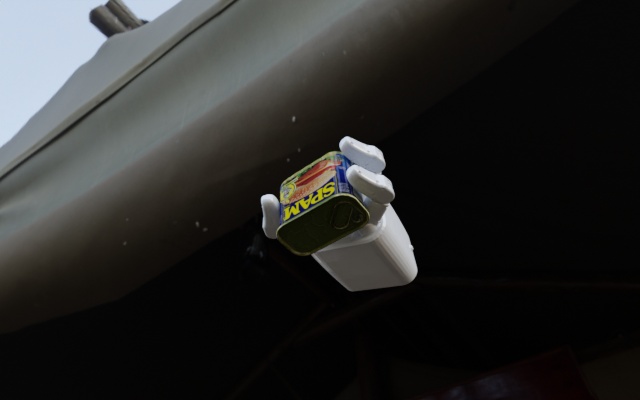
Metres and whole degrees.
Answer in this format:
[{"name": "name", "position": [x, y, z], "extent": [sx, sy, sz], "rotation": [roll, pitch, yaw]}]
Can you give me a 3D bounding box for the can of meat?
[{"name": "can of meat", "position": [0.000, 0.002, 0.549], "extent": [0.102, 0.083, 0.057], "rotation": [-30, -53, 21]}]
